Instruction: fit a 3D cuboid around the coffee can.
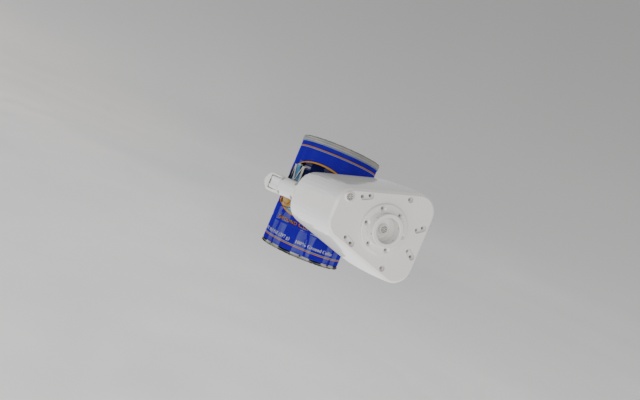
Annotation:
[{"bbox_3d":[0.000,0.002,0.601,0.103,0.140,0.103,23,0,0],"label":"coffee can"}]
